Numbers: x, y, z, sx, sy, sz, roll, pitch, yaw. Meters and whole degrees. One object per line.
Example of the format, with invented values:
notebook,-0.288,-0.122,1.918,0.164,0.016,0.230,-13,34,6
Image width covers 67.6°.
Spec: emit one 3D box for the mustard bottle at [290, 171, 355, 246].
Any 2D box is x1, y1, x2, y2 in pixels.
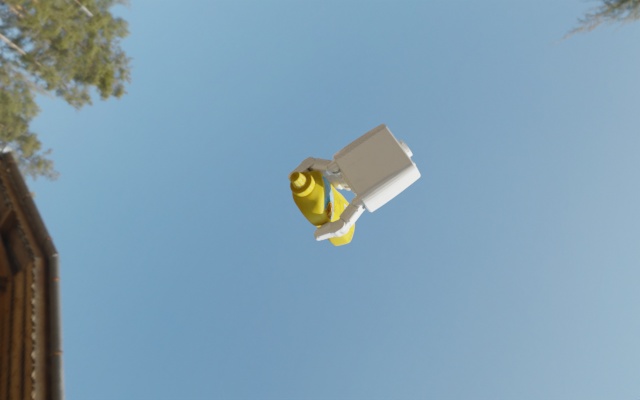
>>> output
mustard bottle,0.000,0.003,0.838,0.058,0.096,0.192,-14,-32,21
